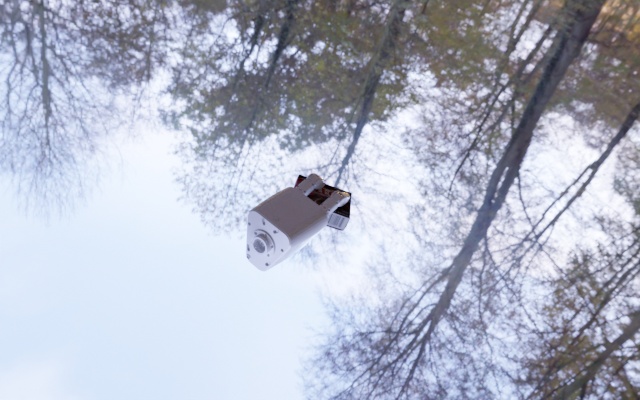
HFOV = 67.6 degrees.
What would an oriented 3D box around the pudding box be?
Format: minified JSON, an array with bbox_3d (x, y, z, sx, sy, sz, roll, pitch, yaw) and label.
[{"bbox_3d":[0.000,0.003,0.895,0.113,0.039,0.090,21,33,-7],"label":"pudding box"}]
